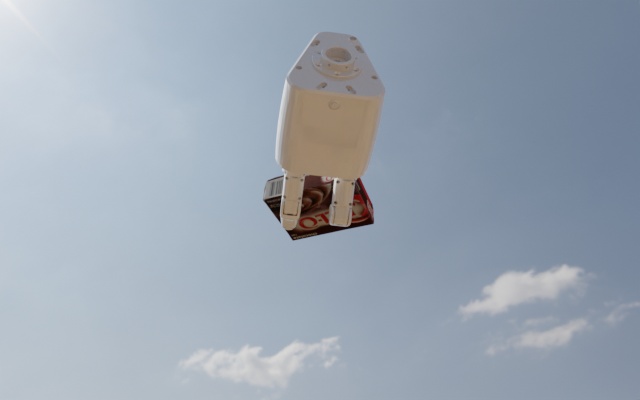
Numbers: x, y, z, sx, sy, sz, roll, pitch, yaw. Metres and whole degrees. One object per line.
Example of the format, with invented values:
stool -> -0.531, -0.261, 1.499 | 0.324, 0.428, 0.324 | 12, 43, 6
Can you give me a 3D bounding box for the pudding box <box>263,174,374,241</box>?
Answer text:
pudding box -> 0.000, 0.002, 0.582 | 0.113, 0.039, 0.090 | -11, -42, 18
